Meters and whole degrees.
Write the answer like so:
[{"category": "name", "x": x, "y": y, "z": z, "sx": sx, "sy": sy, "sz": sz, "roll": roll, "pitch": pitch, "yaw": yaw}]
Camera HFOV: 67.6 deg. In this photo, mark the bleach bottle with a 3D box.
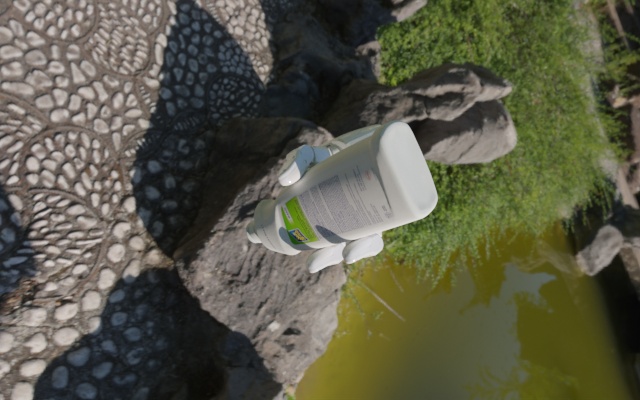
[{"category": "bleach bottle", "x": 0.000, "y": 0.002, "z": 0.543, "sx": 0.251, "sy": 0.102, "sz": 0.068, "roll": -20, "pitch": 7, "yaw": 40}]
